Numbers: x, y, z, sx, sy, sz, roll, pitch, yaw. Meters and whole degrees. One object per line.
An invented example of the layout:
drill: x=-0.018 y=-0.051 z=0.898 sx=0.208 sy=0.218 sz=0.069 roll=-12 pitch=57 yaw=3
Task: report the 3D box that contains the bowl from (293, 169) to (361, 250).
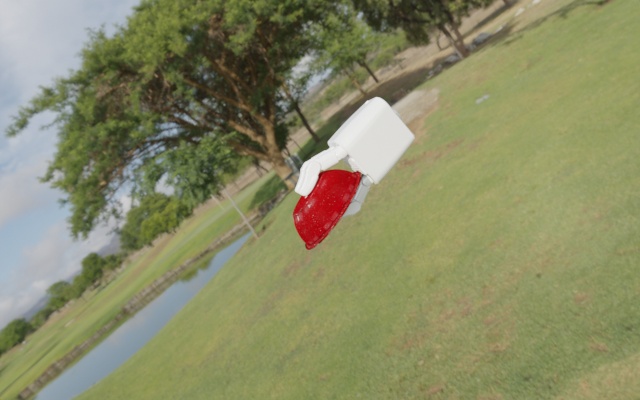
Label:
bowl: x=-0.001 y=0.004 z=0.814 sx=0.055 sy=0.162 sz=0.162 roll=34 pitch=-7 yaw=-11
